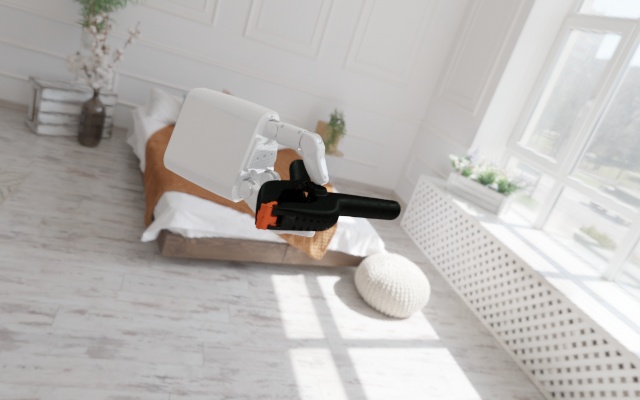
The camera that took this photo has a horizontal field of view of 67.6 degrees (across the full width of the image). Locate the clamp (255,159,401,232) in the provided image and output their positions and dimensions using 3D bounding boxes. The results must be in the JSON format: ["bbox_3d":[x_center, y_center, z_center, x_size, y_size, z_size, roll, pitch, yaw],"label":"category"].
[{"bbox_3d":[0.000,0.001,0.553,0.164,0.036,0.210,22,19,15],"label":"clamp"}]
